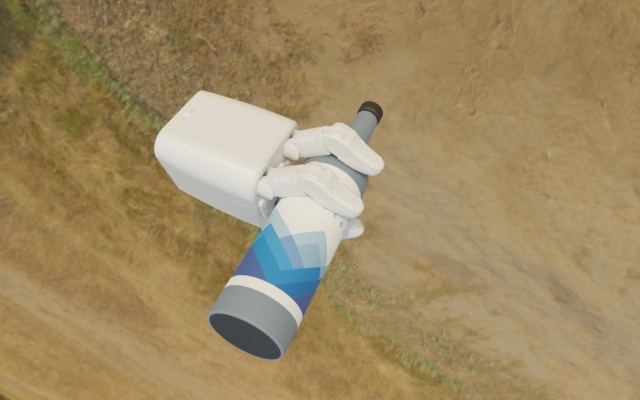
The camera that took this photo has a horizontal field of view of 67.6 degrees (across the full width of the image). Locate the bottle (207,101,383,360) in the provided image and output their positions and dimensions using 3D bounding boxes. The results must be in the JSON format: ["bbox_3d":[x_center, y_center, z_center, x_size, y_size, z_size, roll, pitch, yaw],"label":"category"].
[{"bbox_3d":[0.000,0.002,0.452,0.069,0.295,0.069,18,-38,15],"label":"bottle"}]
